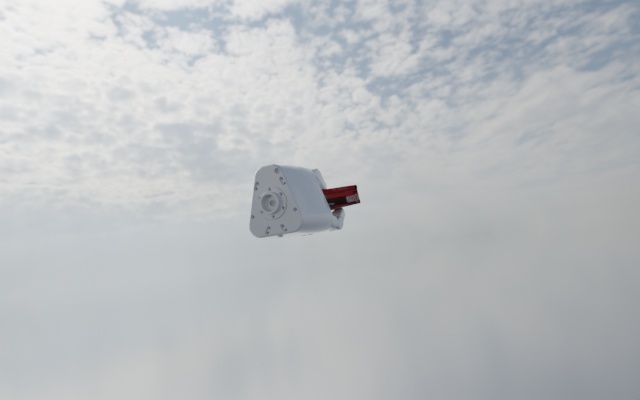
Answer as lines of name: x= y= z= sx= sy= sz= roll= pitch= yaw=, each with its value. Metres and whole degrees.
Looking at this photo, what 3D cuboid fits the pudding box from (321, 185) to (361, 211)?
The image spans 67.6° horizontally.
pudding box: x=0.000 y=0.003 z=0.845 sx=0.090 sy=0.039 sz=0.113 roll=-7 pitch=-3 yaw=-39
